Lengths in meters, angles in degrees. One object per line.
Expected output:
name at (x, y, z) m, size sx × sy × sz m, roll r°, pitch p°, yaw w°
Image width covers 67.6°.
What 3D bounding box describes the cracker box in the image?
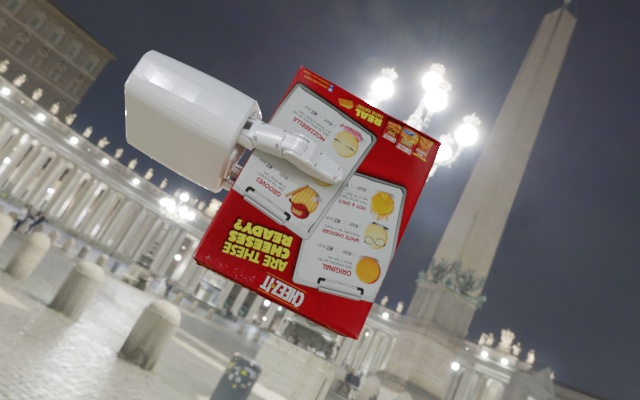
cracker box at (0.000, 0.001, 0.471) m, size 0.164 × 0.213 × 0.072 m, roll 28°, pitch -17°, yaw -4°
